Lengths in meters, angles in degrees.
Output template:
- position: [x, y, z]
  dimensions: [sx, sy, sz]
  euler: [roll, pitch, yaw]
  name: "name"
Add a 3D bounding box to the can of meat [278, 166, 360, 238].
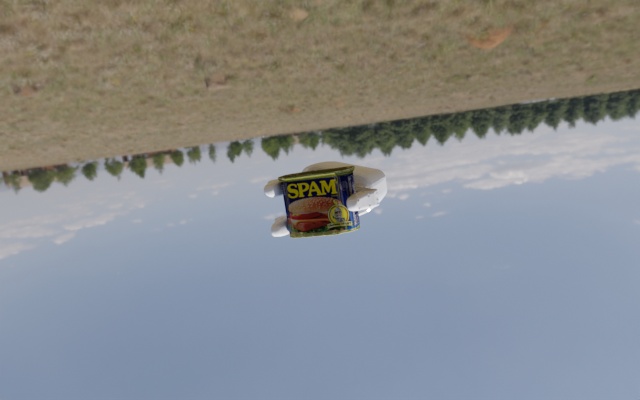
- position: [0.000, 0.002, 0.645]
  dimensions: [0.102, 0.084, 0.057]
  euler: [-6, 8, 19]
  name: "can of meat"
